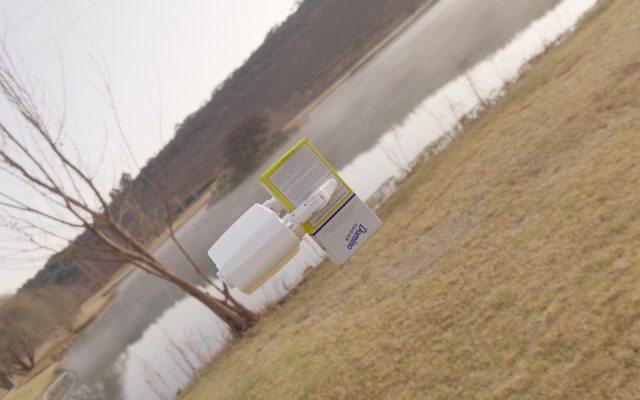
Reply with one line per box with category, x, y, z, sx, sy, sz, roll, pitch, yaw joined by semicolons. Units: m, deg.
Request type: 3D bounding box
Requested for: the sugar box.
sugar box;0.000;0.002;0.716;0.093;0.176;0.048;-43;10;-12
